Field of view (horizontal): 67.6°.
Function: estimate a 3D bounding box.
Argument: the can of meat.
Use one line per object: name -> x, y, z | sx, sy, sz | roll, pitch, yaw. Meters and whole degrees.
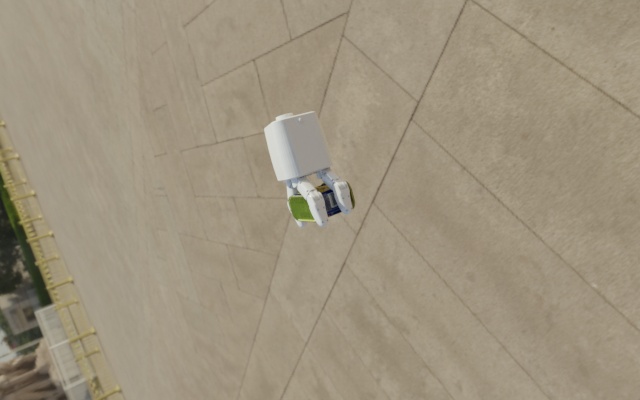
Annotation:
can of meat -> 0.000, 0.003, 0.893 | 0.084, 0.057, 0.102 | -20, 10, -32
